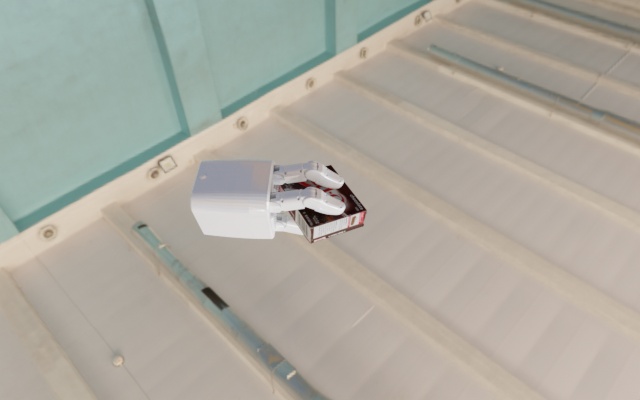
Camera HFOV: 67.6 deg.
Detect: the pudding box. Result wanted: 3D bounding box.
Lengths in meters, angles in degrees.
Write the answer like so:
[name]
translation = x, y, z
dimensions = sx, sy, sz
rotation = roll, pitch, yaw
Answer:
[pudding box]
translation = 0.000, 0.002, 0.692
dimensions = 0.090, 0.039, 0.113
rotation = -17, 50, -21
